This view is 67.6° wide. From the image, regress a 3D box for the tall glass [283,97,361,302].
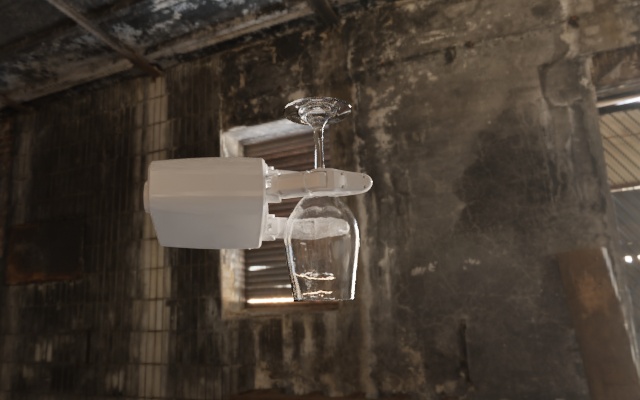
[{"bbox_3d":[0.000,0.001,0.491,0.079,0.201,0.079,-2,-12,0],"label":"tall glass"}]
